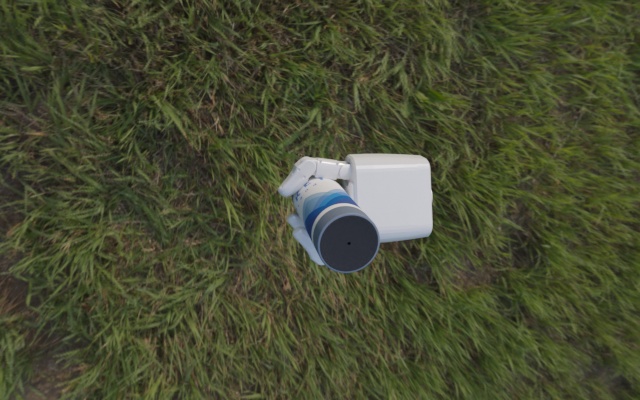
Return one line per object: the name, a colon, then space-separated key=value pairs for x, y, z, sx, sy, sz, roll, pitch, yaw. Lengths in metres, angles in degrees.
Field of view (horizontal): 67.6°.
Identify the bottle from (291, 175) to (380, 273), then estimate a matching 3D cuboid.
bottle: x=0.000 y=0.002 z=0.625 sx=0.069 sy=0.069 sz=0.295 roll=0 pitch=17 yaw=-12
